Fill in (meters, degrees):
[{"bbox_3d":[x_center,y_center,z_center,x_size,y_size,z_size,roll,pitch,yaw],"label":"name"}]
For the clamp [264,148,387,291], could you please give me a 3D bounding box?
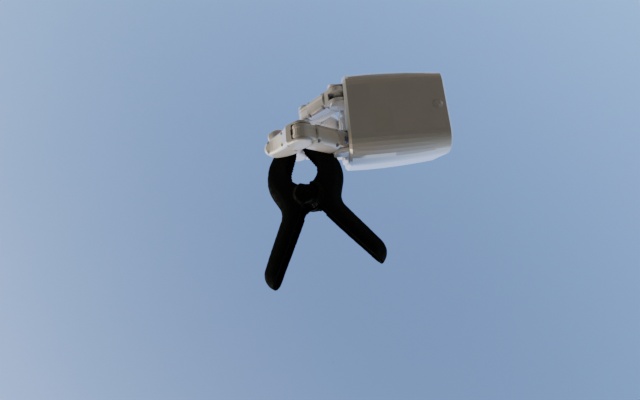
[{"bbox_3d":[0.000,0.002,0.487,0.120,0.171,0.039,-4,-19,0],"label":"clamp"}]
